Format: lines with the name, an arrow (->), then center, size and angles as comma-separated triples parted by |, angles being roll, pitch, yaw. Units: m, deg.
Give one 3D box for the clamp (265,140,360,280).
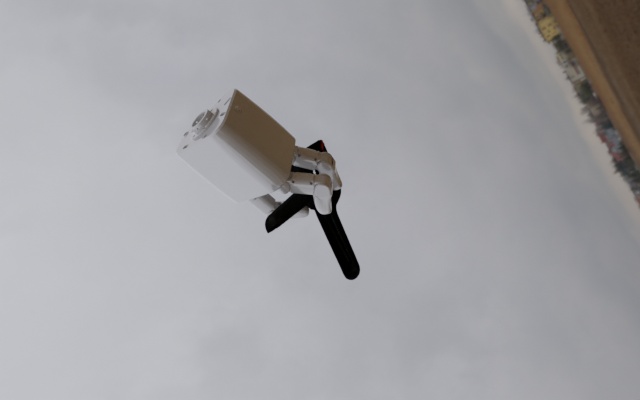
clamp -> -0.001, 0.002, 0.669 | 0.036, 0.209, 0.165 | -29, -54, 31
